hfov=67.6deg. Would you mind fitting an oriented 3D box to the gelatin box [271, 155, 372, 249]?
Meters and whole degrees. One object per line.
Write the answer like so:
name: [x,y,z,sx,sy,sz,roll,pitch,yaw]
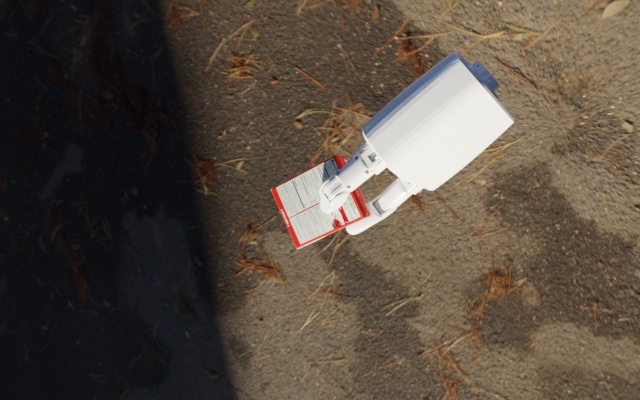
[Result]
gelatin box: [0.000,0.002,0.519,0.089,0.073,0.030,-26,-6,21]
